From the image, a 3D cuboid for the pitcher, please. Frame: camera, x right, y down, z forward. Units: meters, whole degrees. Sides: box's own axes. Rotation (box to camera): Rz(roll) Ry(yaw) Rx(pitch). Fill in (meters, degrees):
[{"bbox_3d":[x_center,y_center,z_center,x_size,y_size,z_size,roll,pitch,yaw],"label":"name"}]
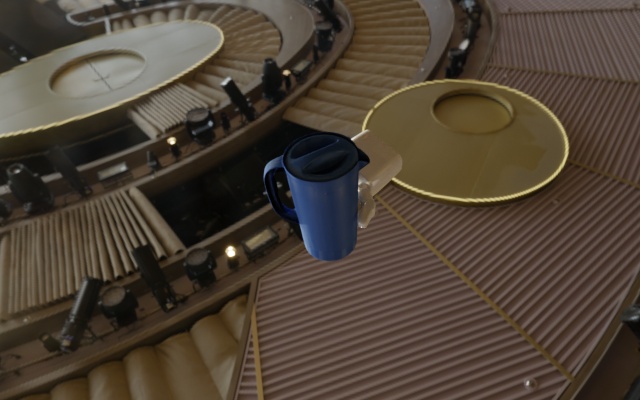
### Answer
[{"bbox_3d":[0.000,0.003,0.898,0.149,0.243,0.145,31,56,31],"label":"pitcher"}]
